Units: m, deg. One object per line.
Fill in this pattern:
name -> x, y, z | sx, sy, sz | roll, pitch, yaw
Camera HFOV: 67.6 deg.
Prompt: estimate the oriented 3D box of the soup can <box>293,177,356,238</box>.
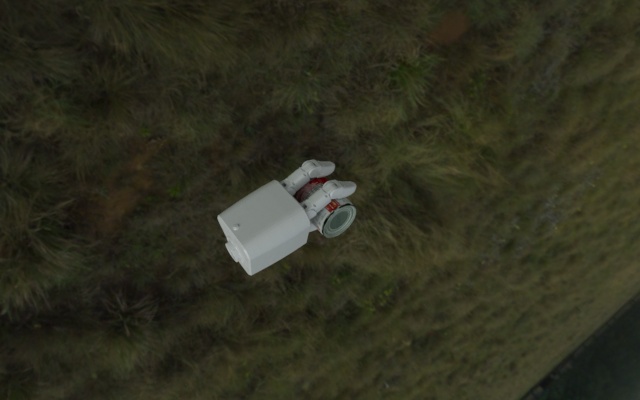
soup can -> 0.001, 0.002, 0.762 | 0.068, 0.068, 0.102 | 0, 37, -48
